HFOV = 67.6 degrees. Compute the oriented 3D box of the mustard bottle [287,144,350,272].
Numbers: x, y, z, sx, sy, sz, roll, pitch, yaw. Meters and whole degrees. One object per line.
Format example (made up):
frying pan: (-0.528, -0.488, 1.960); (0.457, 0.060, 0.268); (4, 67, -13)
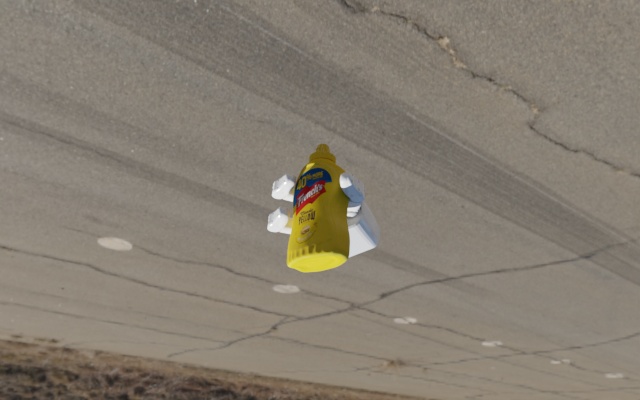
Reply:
mustard bottle: (0.000, 0.002, 0.692); (0.058, 0.191, 0.096); (26, -34, -37)
